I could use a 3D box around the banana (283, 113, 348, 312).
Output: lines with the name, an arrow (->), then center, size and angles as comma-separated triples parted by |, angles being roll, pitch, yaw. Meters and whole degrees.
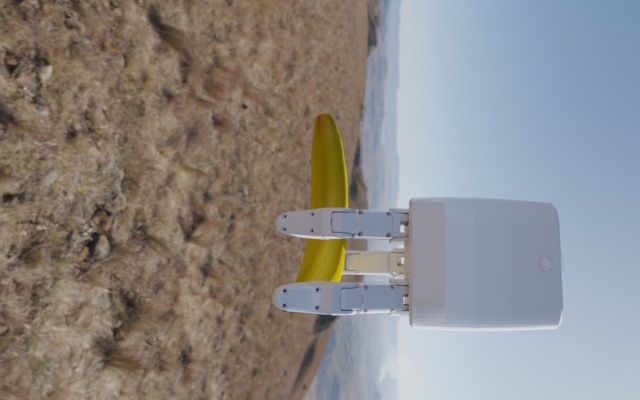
banana -> 0.003, 0.014, 0.425 | 0.037, 0.197, 0.070 | -1, -34, 13
